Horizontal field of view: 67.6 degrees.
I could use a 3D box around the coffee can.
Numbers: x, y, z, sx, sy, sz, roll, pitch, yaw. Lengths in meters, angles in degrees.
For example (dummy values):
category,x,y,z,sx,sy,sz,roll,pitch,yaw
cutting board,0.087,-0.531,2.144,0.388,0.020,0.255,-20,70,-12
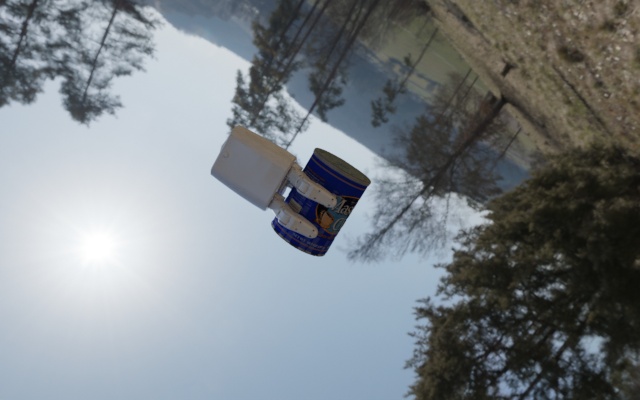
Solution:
category,x,y,z,sx,sy,sz,roll,pitch,yaw
coffee can,0.000,0.002,0.755,0.103,0.140,0.102,30,13,-8
